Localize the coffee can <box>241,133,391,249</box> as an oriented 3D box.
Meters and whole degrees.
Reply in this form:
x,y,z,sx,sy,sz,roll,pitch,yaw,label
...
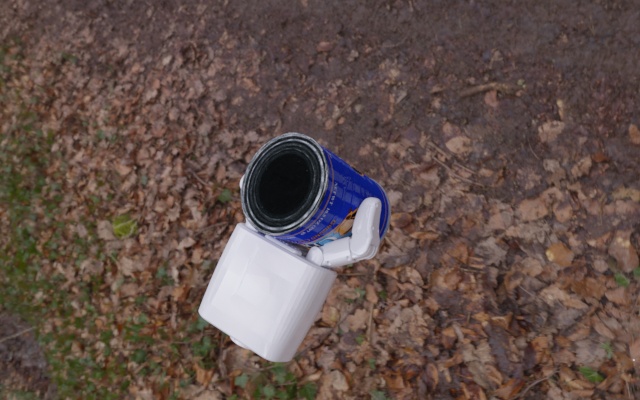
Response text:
x,y,z,sx,sy,sz,roll,pitch,yaw,label
0.000,0.002,0.508,0.103,0.102,0.140,0,-15,33,coffee can
